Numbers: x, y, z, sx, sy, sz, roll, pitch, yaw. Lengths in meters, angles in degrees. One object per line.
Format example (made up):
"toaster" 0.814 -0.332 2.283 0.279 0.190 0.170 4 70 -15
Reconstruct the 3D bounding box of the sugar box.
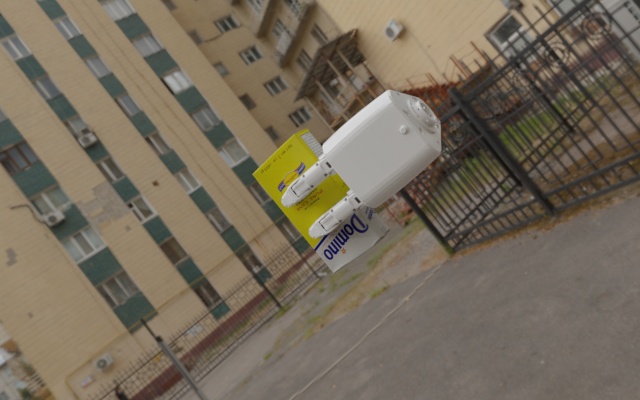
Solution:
"sugar box" 0.000 0.002 0.639 0.093 0.176 0.048 -40 -2 29
